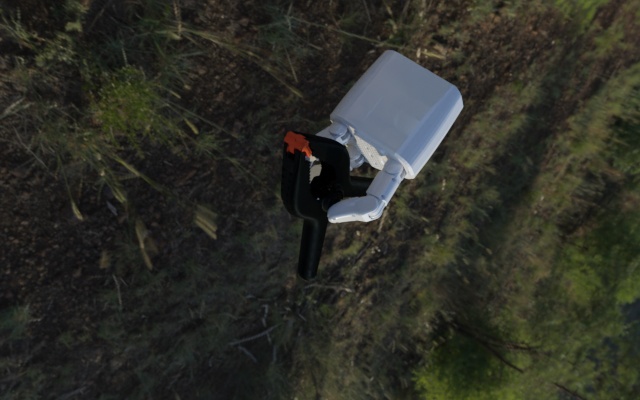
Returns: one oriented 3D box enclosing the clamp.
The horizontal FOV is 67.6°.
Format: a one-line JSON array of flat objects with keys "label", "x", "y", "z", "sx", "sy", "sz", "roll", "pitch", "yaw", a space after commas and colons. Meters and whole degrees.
[{"label": "clamp", "x": 0.001, "y": 0.002, "z": 0.544, "sx": 0.036, "sy": 0.164, "sz": 0.210, "roll": 32, "pitch": -9, "yaw": 32}]
